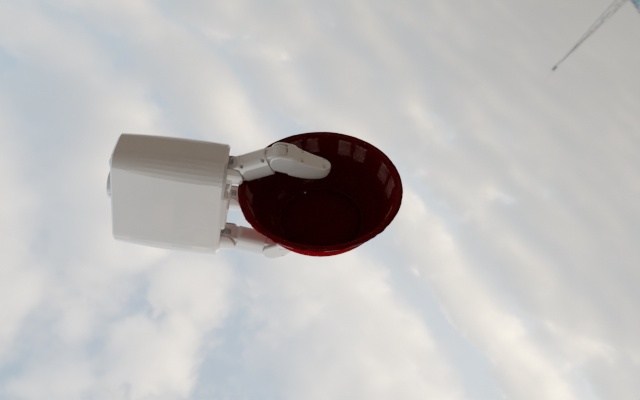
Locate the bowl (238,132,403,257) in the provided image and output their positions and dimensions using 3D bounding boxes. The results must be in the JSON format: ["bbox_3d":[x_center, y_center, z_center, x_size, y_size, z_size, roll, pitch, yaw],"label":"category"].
[{"bbox_3d":[0.001,0.002,0.485,0.162,0.162,0.055,0,-42,1],"label":"bowl"}]
